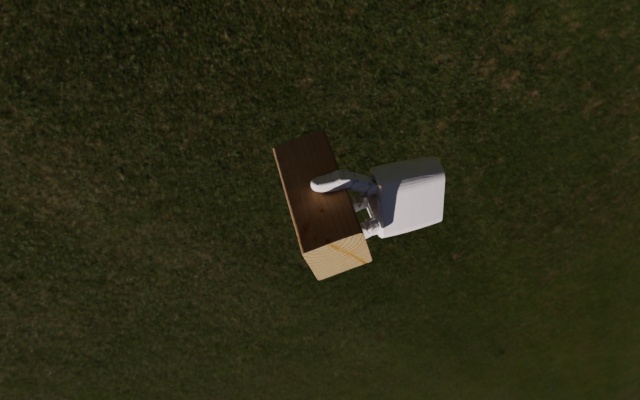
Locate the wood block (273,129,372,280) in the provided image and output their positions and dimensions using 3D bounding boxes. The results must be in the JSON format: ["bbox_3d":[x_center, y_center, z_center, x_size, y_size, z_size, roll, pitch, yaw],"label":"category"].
[{"bbox_3d":[0.000,0.002,0.737,0.090,0.206,0.091,-20,-36,2],"label":"wood block"}]
